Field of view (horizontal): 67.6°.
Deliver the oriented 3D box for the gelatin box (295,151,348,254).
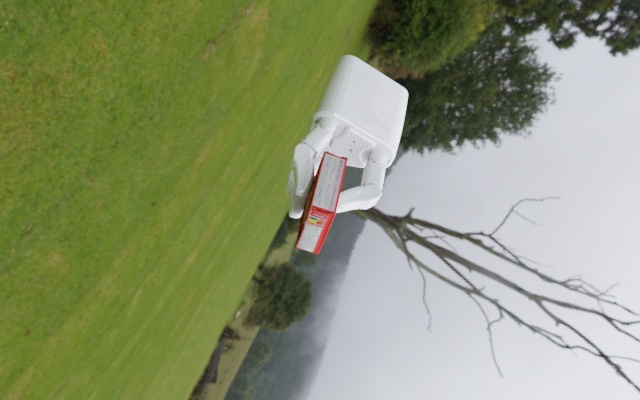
[{"bbox_3d":[0.000,0.002,0.523,0.030,0.089,0.073,17,-43,-4],"label":"gelatin box"}]
